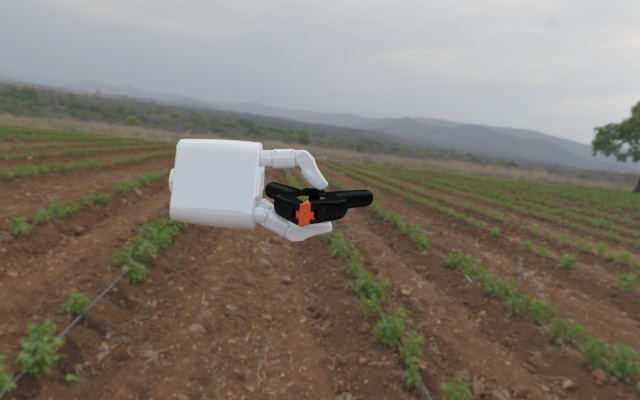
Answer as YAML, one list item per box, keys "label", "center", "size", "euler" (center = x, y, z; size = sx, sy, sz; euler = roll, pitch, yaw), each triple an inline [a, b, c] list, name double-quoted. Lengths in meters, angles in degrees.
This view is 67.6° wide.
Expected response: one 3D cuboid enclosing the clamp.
- label: "clamp"
  center: [0.000, 0.001, 0.645]
  size: [0.164, 0.036, 0.210]
  euler: [3, 8, -2]
